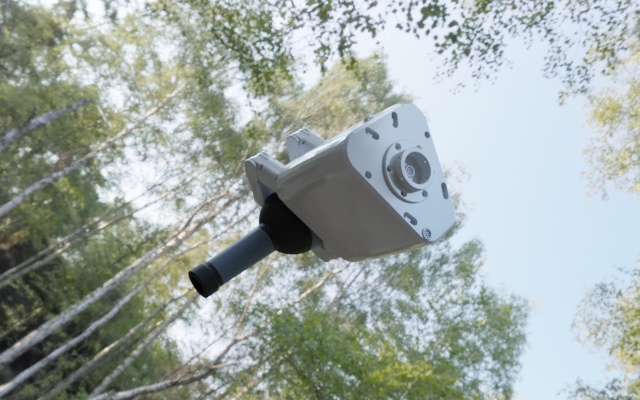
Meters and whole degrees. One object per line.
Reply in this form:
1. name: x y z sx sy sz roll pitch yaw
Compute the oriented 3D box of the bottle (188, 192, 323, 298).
1. bottle: 0.000 0.001 0.478 0.295 0.069 0.069 -34 20 -32
